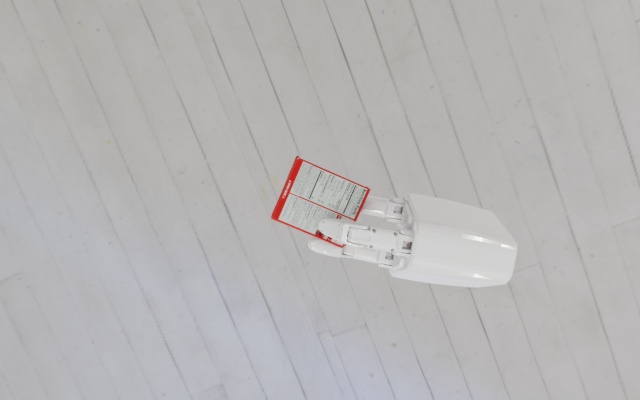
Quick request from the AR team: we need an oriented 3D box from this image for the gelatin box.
[{"bbox_3d":[0.000,0.002,0.524,0.089,0.073,0.030,23,7,-6],"label":"gelatin box"}]
